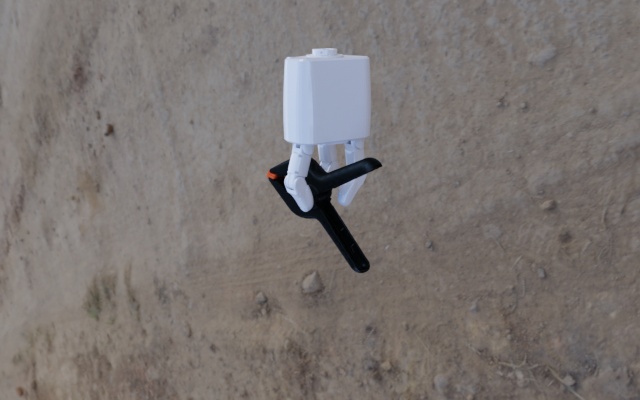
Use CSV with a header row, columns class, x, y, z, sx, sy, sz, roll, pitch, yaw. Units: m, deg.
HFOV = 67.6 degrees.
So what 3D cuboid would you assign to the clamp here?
class,x,y,z,sx,sy,sz,roll,pitch,yaw
clamp,-0.001,0.002,0.673,0.036,0.165,0.210,-20,28,-40
